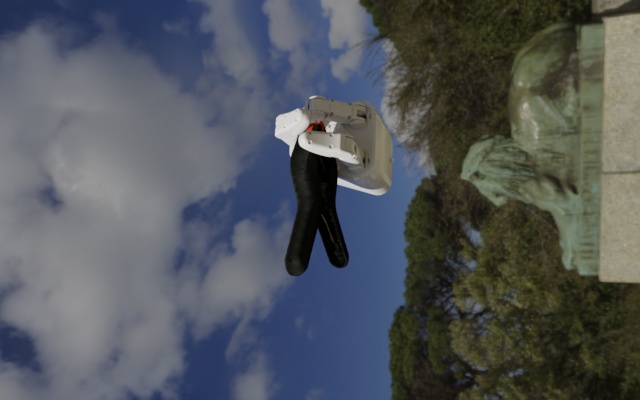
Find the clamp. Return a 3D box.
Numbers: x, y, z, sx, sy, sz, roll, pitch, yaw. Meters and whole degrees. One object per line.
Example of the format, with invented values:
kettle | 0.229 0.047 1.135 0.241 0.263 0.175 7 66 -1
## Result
clamp | -0.001 0.002 0.535 0.039 0.171 0.120 -1 -12 22
